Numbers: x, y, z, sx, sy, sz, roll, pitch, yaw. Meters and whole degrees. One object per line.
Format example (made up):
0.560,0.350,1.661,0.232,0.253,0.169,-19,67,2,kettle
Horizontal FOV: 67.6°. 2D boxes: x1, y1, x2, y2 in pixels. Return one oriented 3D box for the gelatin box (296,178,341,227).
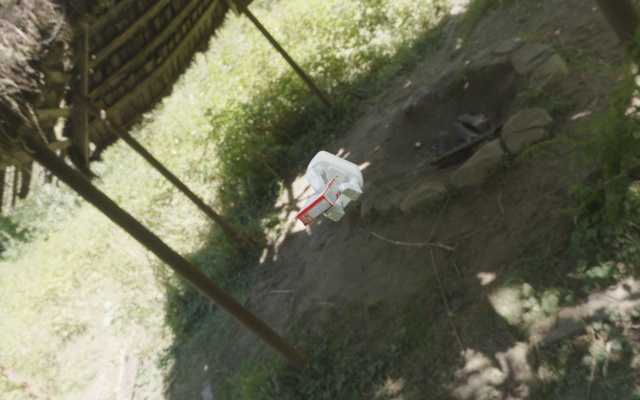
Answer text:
0.000,0.003,0.898,0.073,0.030,0.089,-38,9,27,gelatin box
